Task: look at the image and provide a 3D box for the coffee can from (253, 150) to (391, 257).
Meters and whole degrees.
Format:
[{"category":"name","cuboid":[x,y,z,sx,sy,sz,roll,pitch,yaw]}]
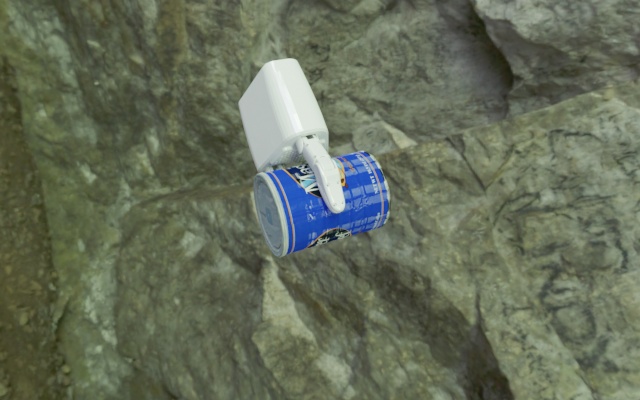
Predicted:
[{"category":"coffee can","cuboid":[0.000,0.002,0.590,0.140,0.103,0.103,-14,5,-21]}]
